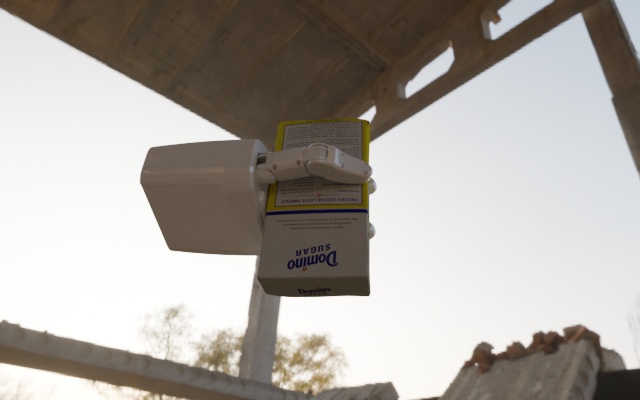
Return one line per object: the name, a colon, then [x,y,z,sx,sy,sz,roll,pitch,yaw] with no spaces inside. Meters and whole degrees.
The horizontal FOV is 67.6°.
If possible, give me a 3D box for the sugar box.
sugar box: [0.000,0.002,0.443,0.093,0.176,0.048,-1,-33,8]
